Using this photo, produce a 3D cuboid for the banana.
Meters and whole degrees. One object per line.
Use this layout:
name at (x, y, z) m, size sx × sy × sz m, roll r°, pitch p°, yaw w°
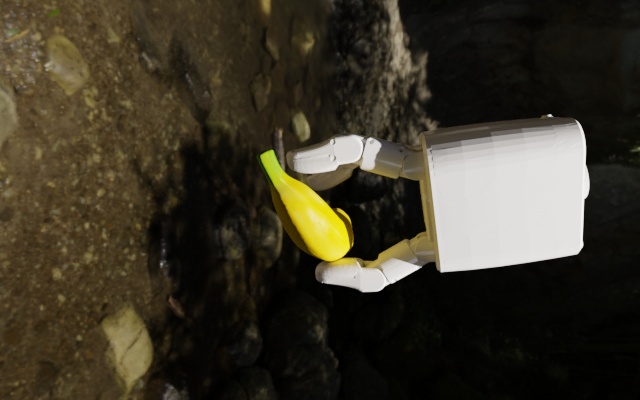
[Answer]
banana at (0.003, 0.018, 0.400) m, size 0.037 × 0.069 × 0.198 m, roll -14°, pitch -18°, yaw 11°
